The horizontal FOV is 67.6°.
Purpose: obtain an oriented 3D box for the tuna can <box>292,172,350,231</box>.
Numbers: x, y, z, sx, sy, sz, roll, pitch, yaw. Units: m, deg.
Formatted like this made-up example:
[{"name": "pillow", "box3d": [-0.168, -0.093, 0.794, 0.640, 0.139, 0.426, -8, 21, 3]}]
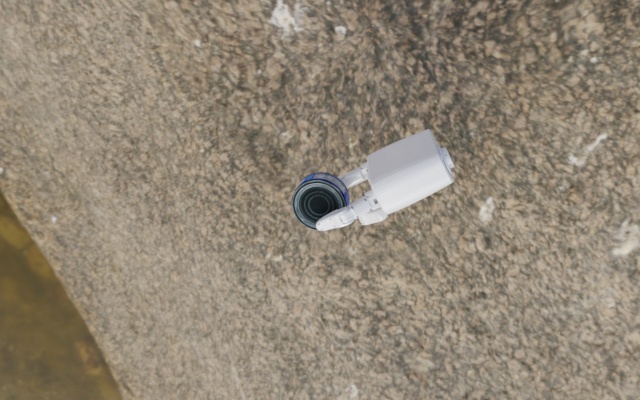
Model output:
[{"name": "tuna can", "box3d": [0.000, 0.003, 0.727, 0.086, 0.086, 0.033, 0, 23, 12]}]
